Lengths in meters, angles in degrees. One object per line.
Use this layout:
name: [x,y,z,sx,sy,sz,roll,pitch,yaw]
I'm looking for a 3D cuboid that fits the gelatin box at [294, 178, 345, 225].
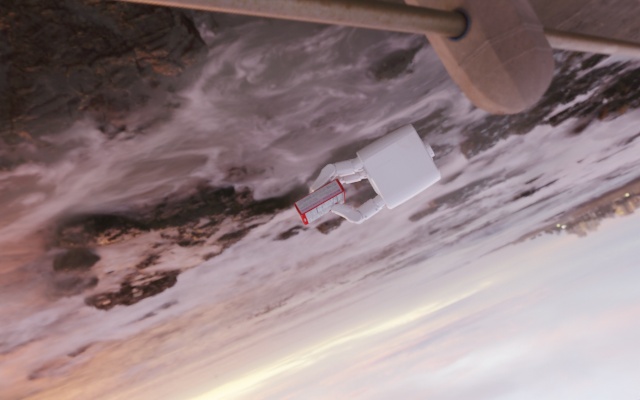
gelatin box: [0.000,0.003,0.846,0.089,0.030,0.073,-31,-16,-5]
